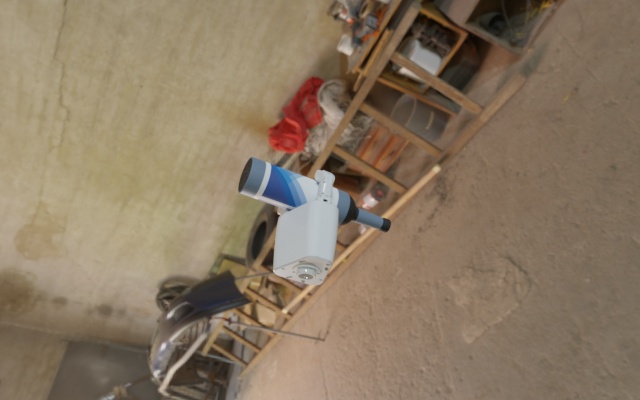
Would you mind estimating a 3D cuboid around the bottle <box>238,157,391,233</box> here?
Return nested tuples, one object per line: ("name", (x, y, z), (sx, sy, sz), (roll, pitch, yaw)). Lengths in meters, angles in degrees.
("bottle", (0.000, 0.003, 0.870), (0.296, 0.069, 0.069), (20, -8, -21))
